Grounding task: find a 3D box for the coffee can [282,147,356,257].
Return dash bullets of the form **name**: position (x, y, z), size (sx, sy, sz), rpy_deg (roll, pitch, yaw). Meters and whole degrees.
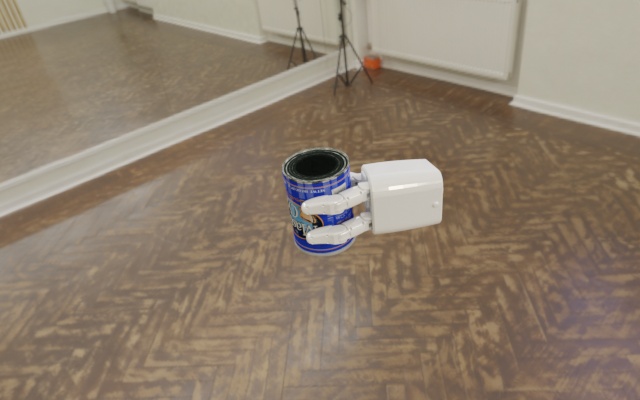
- **coffee can**: position (0.000, 0.003, 0.751), size (0.103, 0.140, 0.102), rpy_deg (-5, 34, 4)
